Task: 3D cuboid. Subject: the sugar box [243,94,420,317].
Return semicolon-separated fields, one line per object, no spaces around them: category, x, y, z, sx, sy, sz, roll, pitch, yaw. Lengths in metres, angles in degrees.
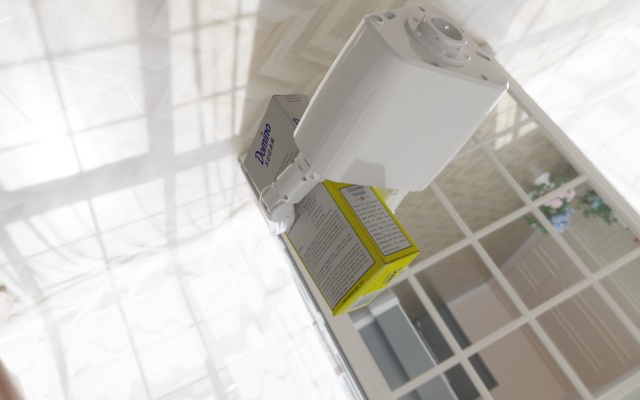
sugar box;0.001;0.001;0.412;0.048;0.176;0.093;-11;-30;-36
